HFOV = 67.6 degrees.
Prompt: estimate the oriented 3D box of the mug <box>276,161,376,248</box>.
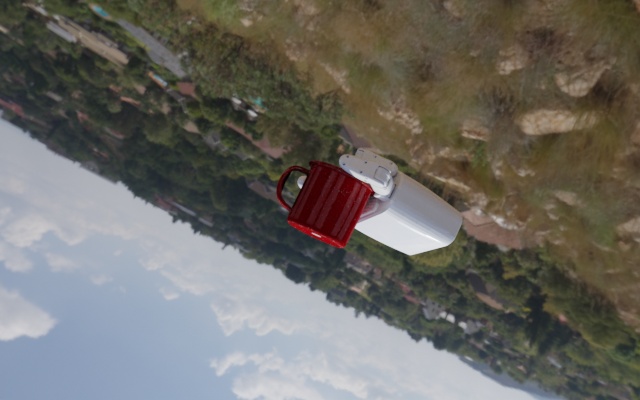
[{"bbox_3d":[-0.001,0.001,0.593,0.117,0.081,0.093,28,-9,-15],"label":"mug"}]
